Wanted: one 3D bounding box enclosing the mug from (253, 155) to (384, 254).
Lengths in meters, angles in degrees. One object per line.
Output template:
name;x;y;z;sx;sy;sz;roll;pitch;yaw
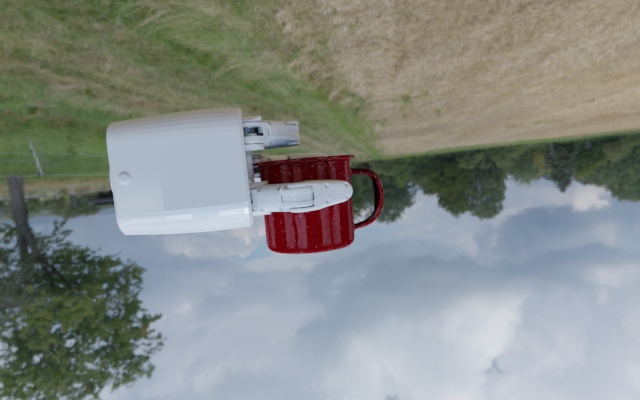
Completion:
mug;0.002;0.002;0.440;0.117;0.081;0.093;-5;4;-5
